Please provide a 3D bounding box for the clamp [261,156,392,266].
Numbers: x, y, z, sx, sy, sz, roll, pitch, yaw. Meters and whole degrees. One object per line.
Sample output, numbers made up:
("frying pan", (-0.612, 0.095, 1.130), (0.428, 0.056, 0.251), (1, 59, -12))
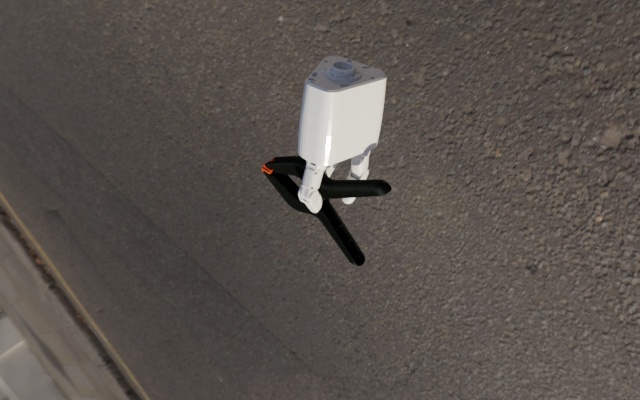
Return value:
("clamp", (-0.001, 0.002, 0.717), (0.210, 0.165, 0.036), (27, 42, 24))
